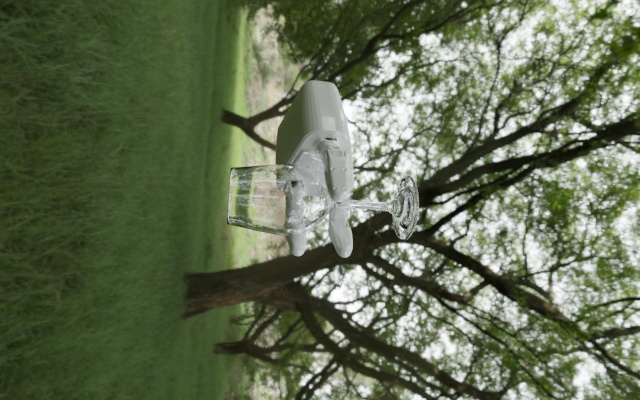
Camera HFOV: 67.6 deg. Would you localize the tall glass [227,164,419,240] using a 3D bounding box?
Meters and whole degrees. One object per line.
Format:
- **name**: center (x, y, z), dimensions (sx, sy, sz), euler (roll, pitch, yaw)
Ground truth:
- **tall glass**: center (0.001, 0.002, 0.527), dimensions (0.201, 0.079, 0.079), euler (4, -1, -12)
